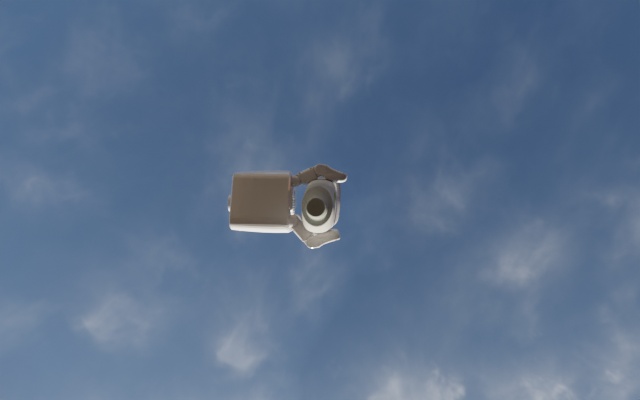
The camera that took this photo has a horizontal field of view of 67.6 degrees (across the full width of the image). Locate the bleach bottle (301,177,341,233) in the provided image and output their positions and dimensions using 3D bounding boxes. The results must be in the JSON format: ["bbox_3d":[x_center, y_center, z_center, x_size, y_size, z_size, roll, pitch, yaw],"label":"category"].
[{"bbox_3d":[0.000,0.003,0.842,0.068,0.102,0.251,1,0,3],"label":"bleach bottle"}]
